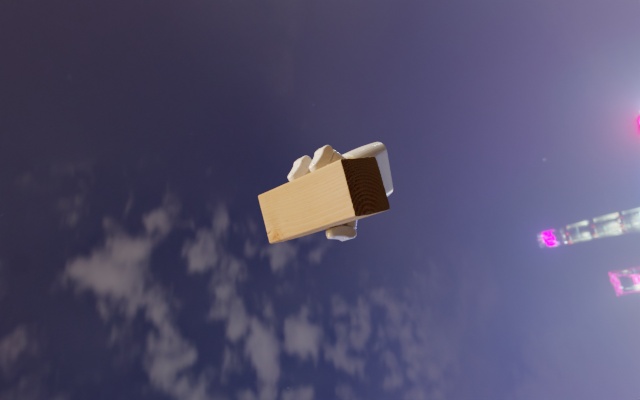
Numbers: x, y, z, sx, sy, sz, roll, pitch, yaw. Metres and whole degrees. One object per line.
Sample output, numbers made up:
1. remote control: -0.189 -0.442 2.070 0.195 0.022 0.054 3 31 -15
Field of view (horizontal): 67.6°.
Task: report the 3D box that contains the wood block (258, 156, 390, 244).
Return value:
1. wood block: 0.000 0.003 0.798 0.090 0.091 0.206 -10 -8 -46
